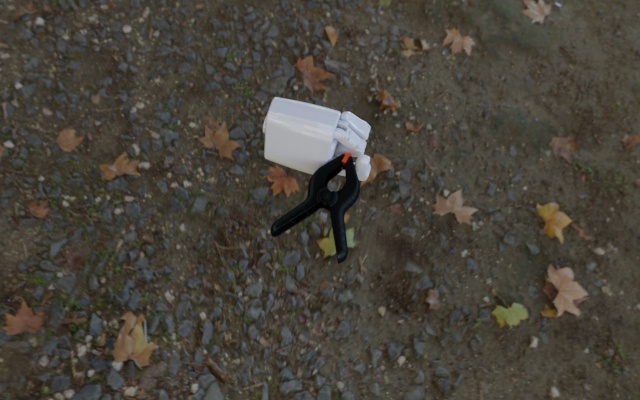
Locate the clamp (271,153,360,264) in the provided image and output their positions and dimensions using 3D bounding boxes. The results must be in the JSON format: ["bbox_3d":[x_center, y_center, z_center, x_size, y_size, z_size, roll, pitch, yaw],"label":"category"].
[{"bbox_3d":[0.000,0.002,0.721,0.120,0.171,0.039,15,-24,5],"label":"clamp"}]
